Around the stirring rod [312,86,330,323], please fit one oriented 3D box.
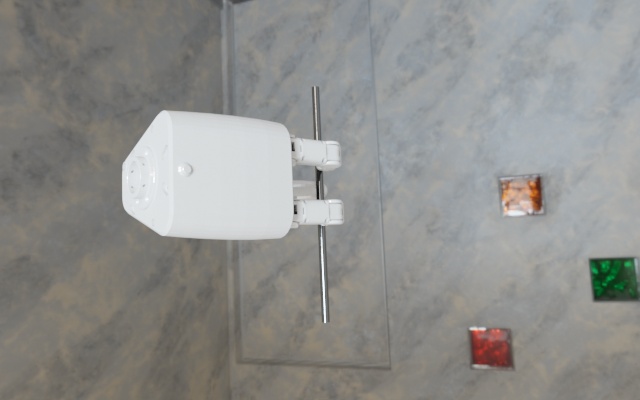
[{"bbox_3d":[0.000,0.001,0.487,0.011,0.239,0.011,-3,-5,0],"label":"stirring rod"}]
